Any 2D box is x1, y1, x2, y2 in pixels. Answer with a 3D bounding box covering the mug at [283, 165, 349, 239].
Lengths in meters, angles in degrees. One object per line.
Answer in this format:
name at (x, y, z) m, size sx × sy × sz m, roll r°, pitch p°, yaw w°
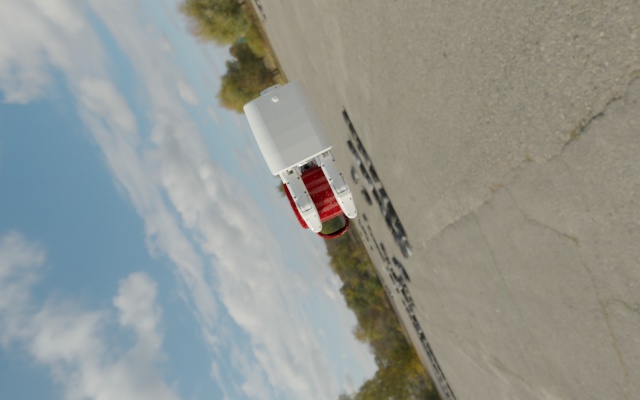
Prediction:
mug at (0.001, 0.004, 0.725) m, size 0.081 × 0.117 × 0.093 m, roll -25°, pitch 5°, yaw 1°
